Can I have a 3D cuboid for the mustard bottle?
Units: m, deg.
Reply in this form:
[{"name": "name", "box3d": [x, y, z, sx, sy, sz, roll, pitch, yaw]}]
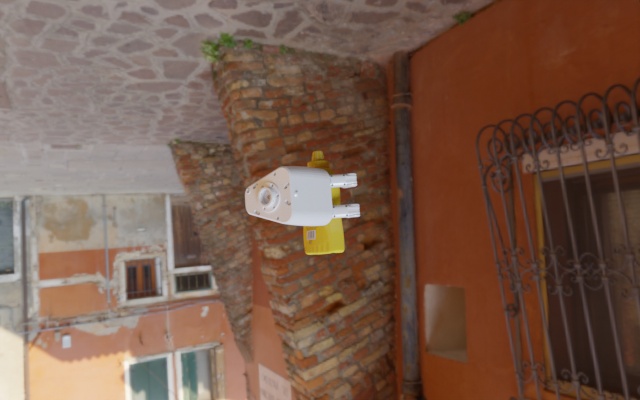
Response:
[{"name": "mustard bottle", "box3d": [0.000, 0.003, 0.889, 0.058, 0.191, 0.096, -1, -6, -29]}]
